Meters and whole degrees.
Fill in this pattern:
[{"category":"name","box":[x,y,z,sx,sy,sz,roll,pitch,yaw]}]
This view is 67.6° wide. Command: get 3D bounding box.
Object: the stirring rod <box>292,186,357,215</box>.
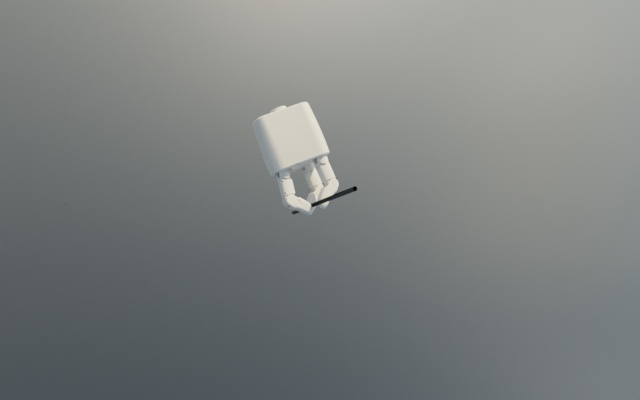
[{"category":"stirring rod","box":[0.000,0.003,0.860,0.011,0.011,0.239,0,-10,-28]}]
